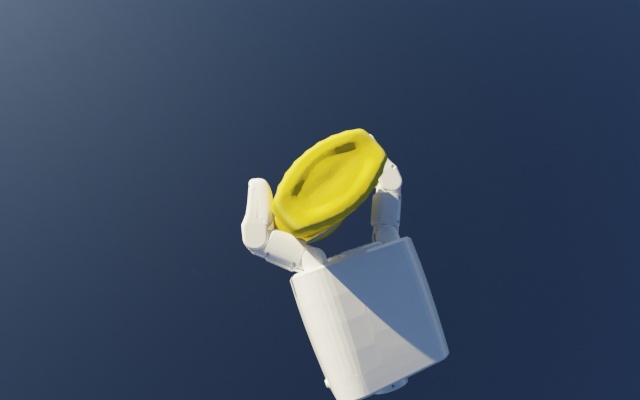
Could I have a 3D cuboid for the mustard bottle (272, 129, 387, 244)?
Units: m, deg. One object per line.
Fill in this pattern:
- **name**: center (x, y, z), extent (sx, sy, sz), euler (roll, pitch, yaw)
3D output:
- **mustard bottle**: center (0.000, 0.001, 0.447), extent (0.096, 0.058, 0.192), euler (-42, -5, -11)
